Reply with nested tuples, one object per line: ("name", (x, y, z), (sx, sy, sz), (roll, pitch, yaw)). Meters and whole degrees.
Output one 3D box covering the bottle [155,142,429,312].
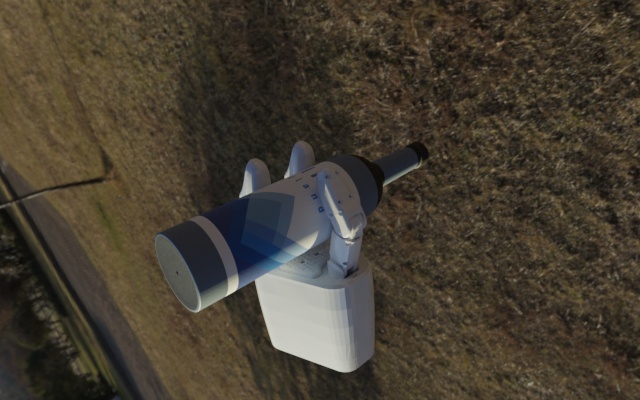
("bottle", (0.000, 0.001, 0.442), (0.295, 0.069, 0.069), (-26, 16, -35))
